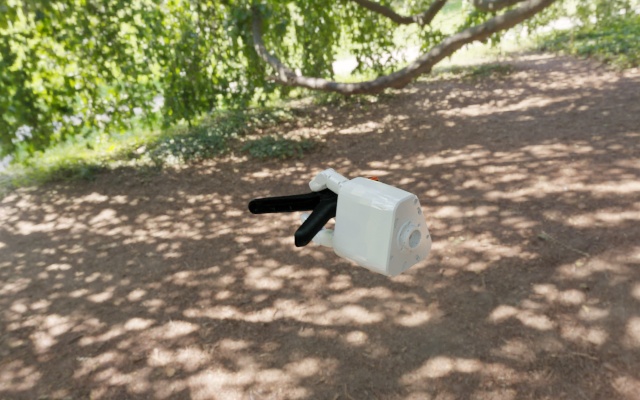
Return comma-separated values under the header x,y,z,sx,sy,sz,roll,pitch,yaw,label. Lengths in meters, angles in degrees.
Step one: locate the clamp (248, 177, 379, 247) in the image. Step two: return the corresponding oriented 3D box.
x,y,z,sx,sy,sz,roll,pitch,yaw,label
0.001,0.002,0.752,0.210,0.036,0.164,-23,30,-33,clamp
